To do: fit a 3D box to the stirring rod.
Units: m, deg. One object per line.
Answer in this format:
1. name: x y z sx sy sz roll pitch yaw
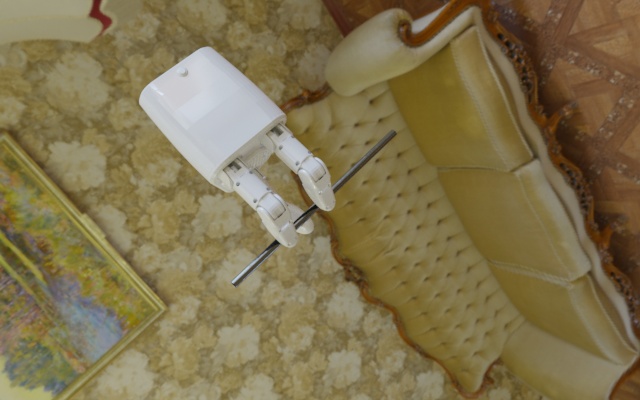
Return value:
1. stirring rod: 0.000 0.002 0.490 0.239 0.011 0.011 -43 18 -20
